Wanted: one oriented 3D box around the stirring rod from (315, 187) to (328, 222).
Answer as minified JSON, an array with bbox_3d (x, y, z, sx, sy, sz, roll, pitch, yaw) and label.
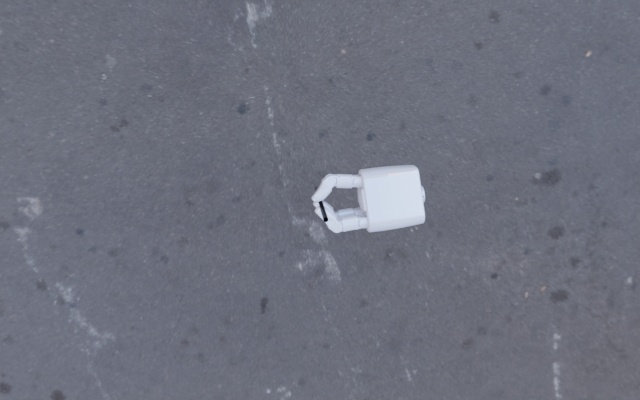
[{"bbox_3d":[0.000,0.003,0.882,0.011,0.011,0.239,0,13,-4],"label":"stirring rod"}]
